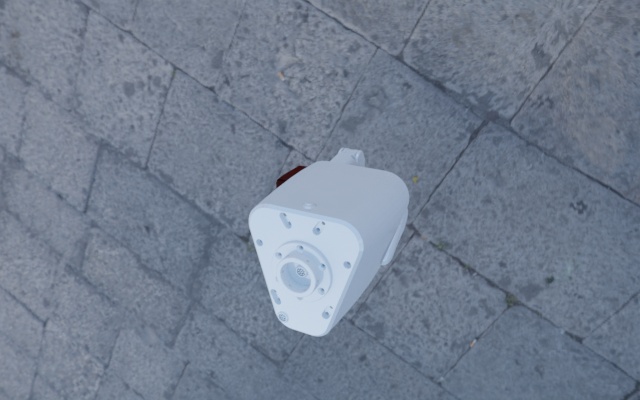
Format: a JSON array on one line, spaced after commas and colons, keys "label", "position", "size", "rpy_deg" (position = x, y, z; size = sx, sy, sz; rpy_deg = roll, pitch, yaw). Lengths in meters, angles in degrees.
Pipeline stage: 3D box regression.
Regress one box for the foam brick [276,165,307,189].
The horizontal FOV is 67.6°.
[{"label": "foam brick", "position": [0.000, 0.002, 0.479], "size": [0.078, 0.053, 0.051], "rpy_deg": [12, 26, 22]}]
